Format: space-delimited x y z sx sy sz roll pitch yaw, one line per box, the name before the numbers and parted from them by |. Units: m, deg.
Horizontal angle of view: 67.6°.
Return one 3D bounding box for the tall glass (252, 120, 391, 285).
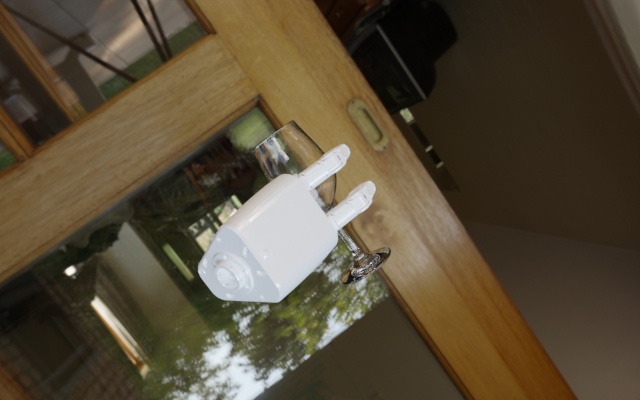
tall glass | 0.001 0.002 0.584 0.079 0.201 0.079 -35 8 5
